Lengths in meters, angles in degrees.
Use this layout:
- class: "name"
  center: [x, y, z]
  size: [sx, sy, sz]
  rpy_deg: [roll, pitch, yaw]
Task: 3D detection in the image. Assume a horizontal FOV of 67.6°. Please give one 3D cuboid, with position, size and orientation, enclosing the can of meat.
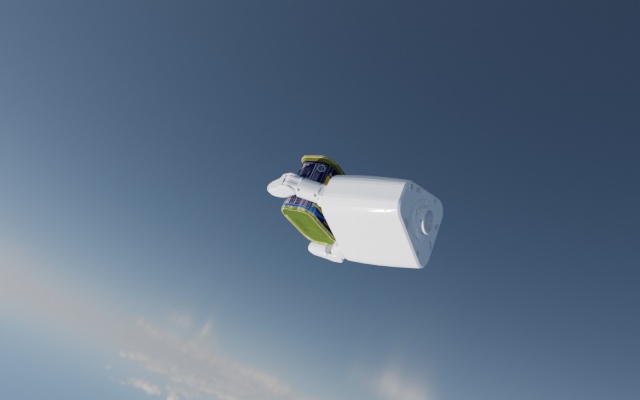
- class: "can of meat"
  center: [0.000, 0.002, 0.651]
  size: [0.057, 0.084, 0.102]
  rpy_deg: [6, -29, 36]
